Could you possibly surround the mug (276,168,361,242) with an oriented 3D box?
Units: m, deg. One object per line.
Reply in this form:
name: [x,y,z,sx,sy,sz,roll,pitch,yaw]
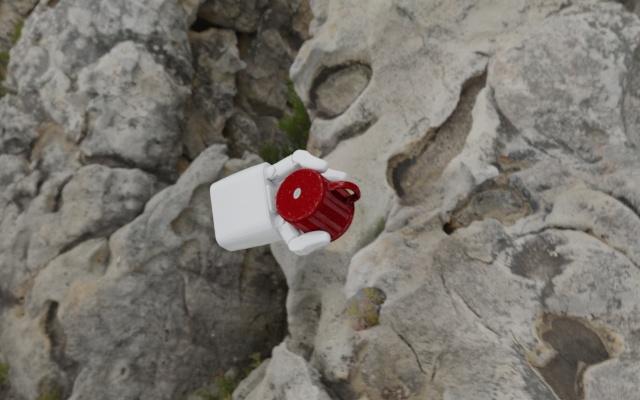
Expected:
mug: [0.001,0.002,0.677,0.117,0.093,0.081,-19,-31,25]
